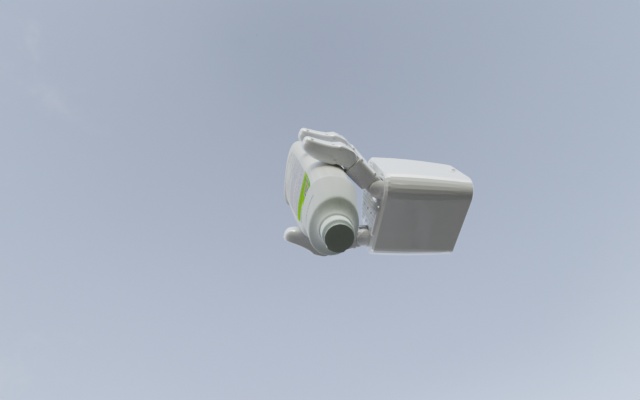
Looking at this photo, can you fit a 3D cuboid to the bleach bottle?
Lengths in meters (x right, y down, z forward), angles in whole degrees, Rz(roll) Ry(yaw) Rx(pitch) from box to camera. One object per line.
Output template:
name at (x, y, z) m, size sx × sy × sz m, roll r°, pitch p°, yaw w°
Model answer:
bleach bottle at (0.000, 0.002, 0.550) m, size 0.068 × 0.102 × 0.250 m, roll 3°, pitch 19°, yaw -9°
